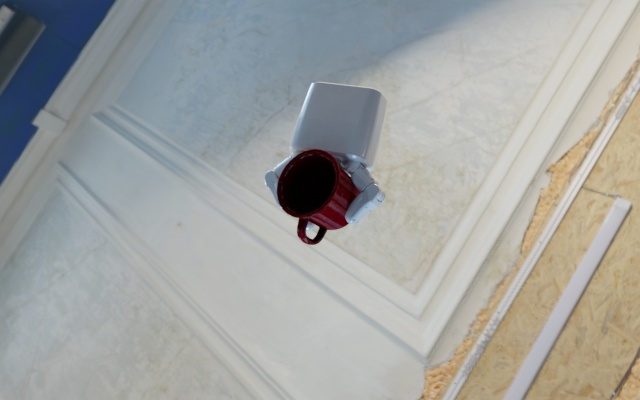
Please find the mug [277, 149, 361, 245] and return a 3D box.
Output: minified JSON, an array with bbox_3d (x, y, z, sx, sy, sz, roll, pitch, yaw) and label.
[{"bbox_3d":[0.000,0.004,0.629,0.093,0.117,0.081,4,-17,33],"label":"mug"}]
